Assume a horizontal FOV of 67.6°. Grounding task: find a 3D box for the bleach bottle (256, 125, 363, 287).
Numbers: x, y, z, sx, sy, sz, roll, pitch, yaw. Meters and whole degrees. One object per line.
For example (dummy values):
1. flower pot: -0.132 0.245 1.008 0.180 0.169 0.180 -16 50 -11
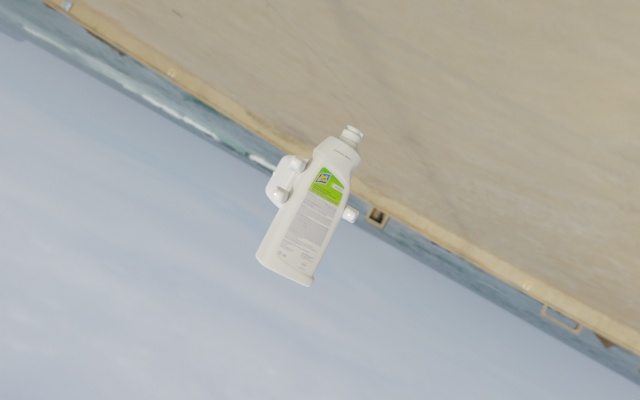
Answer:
1. bleach bottle: 0.000 0.002 0.750 0.102 0.251 0.068 30 0 -24
